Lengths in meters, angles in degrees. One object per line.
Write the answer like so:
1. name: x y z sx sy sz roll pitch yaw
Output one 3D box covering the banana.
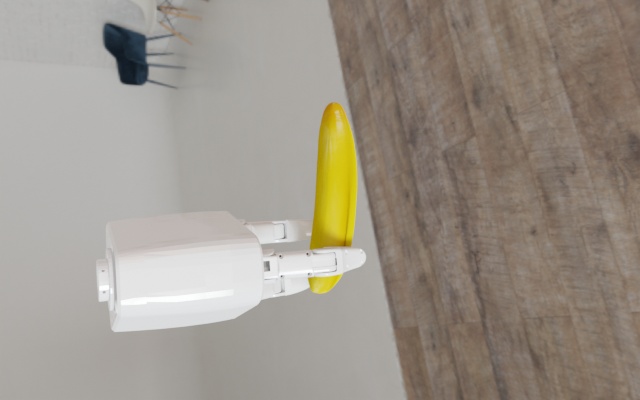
1. banana: 0.007 0.011 0.446 0.037 0.198 0.069 -2 22 -25
